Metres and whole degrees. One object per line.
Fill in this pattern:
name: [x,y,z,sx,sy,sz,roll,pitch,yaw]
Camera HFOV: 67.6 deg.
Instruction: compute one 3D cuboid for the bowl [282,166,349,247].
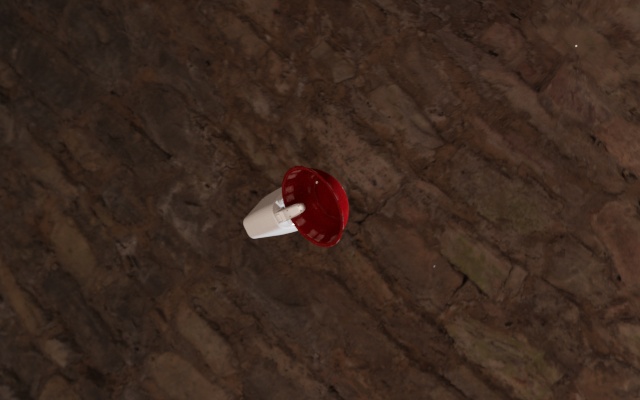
bowl: [0.001,0.003,0.888,0.055,0.162,0.162,-28,17,-36]
